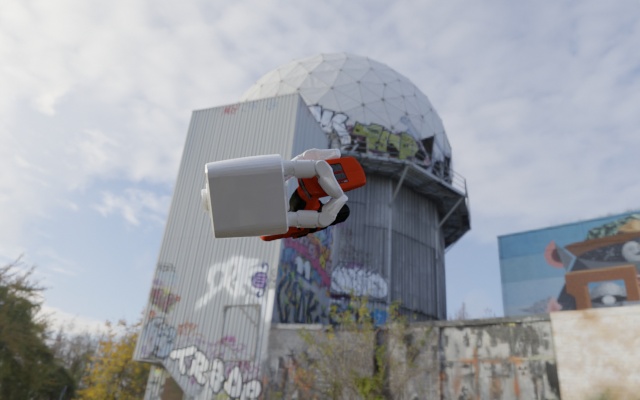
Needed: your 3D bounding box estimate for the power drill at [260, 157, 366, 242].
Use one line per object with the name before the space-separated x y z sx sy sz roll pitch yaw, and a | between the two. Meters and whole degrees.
power drill | 0.000 0.002 0.792 0.184 0.057 0.188 -13 -23 -31
